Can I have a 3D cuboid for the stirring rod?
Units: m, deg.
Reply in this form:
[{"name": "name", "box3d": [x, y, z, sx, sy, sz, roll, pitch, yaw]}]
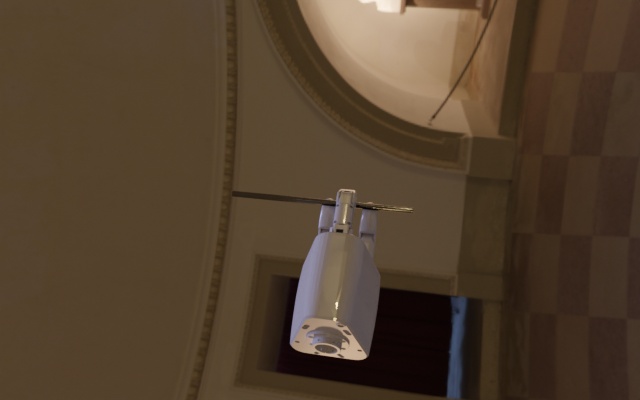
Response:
[{"name": "stirring rod", "box3d": [0.000, 0.002, 0.627, 0.239, 0.011, 0.011, 5, 1, 8]}]
